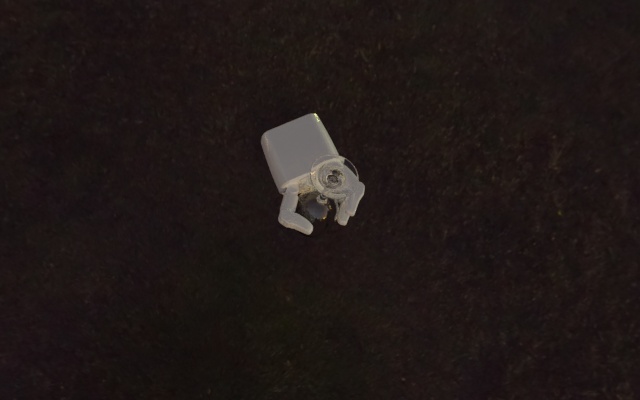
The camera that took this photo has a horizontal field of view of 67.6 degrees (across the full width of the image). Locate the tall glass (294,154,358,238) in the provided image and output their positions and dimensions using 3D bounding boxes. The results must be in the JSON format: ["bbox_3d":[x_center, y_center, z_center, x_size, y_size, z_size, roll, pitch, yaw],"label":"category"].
[{"bbox_3d":[0.000,0.002,0.796,0.079,0.079,0.201,0,-23,-13],"label":"tall glass"}]
